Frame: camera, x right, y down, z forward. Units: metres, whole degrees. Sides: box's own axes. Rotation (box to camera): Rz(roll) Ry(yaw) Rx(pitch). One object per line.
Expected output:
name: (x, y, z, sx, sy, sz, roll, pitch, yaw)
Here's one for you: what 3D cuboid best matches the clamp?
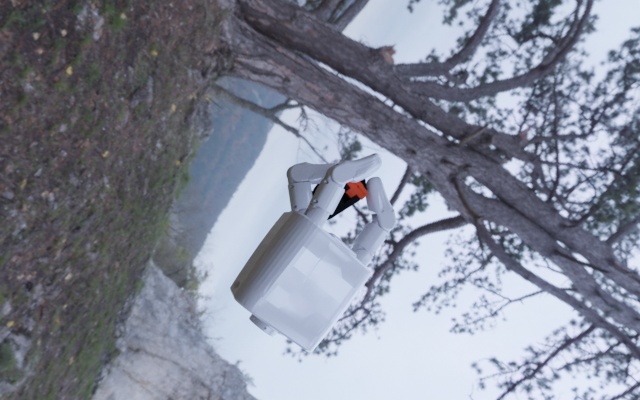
clamp: (0.001, 0.002, 0.582, 0.039, 0.120, 0.171, 40, -11, -10)
